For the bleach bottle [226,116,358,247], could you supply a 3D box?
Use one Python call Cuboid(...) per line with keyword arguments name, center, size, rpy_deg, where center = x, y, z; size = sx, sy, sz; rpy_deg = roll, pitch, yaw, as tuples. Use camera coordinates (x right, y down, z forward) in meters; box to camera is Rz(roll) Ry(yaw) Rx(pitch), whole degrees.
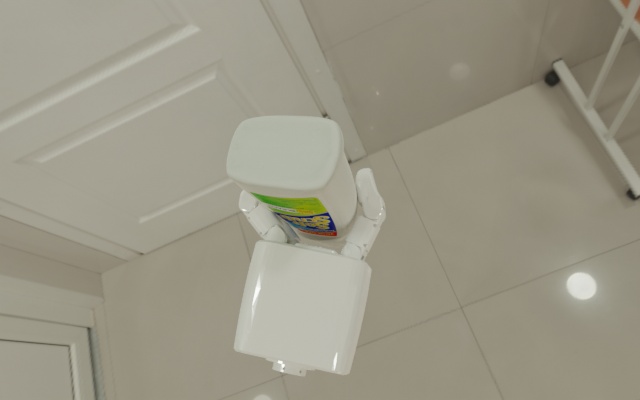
Cuboid(name="bleach bottle", center=(0.000, 0.002, 0.499), size=(0.102, 0.068, 0.251), rpy_deg=(6, -18, 19))
